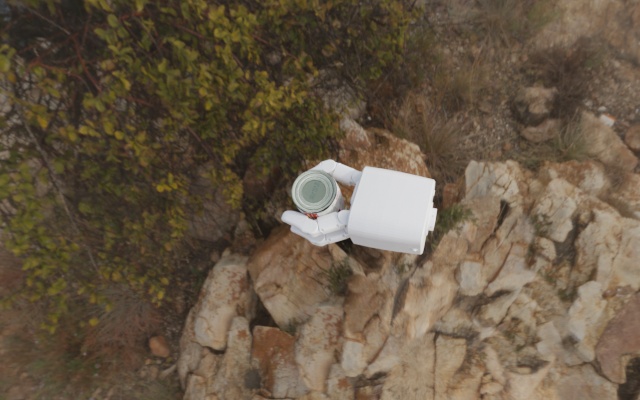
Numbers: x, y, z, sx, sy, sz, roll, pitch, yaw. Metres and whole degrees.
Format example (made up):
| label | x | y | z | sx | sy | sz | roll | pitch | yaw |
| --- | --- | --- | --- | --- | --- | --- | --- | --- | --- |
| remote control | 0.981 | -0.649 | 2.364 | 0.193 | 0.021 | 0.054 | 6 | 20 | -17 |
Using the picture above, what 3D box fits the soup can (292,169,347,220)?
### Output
| label | x | y | z | sx | sy | sz | roll | pitch | yaw |
| --- | --- | --- | --- | --- | --- | --- | --- | --- | --- |
| soup can | 0.000 | 0.002 | 0.720 | 0.068 | 0.068 | 0.102 | 0 | -19 | 12 |
